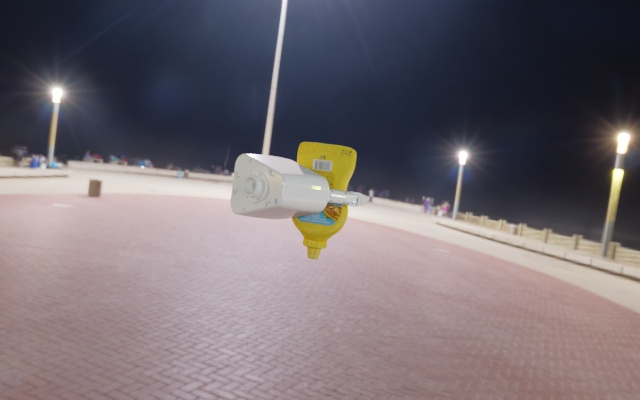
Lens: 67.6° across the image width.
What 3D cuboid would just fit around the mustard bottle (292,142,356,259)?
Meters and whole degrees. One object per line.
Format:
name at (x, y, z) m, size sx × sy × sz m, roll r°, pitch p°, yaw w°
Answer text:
mustard bottle at (0.000, 0.002, 0.798) m, size 0.096 × 0.191 × 0.058 m, roll 8°, pitch 2°, yaw 12°
